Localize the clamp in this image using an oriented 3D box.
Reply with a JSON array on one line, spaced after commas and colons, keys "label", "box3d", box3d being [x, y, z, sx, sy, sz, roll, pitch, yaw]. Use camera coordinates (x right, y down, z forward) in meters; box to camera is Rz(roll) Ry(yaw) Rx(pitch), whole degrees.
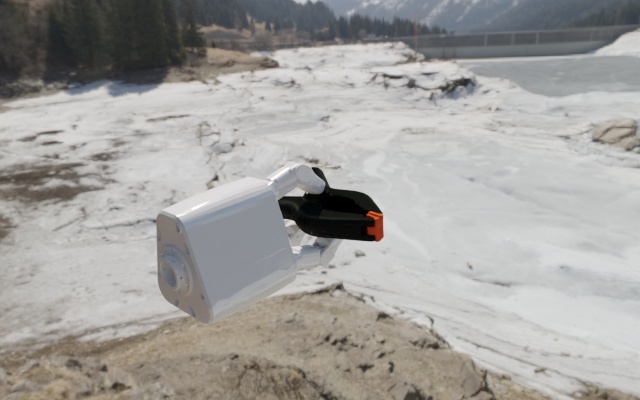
[{"label": "clamp", "box3d": [0.000, 0.001, 0.574, 0.210, 0.036, 0.164, 14, 29, 40]}]
